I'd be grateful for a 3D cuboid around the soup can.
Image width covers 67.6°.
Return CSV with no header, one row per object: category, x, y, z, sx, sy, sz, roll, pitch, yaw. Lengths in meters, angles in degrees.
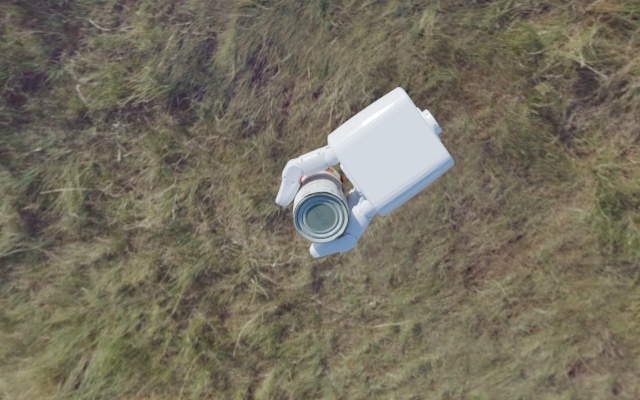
soup can,0.000,0.002,0.602,0.068,0.068,0.102,0,23,-1
